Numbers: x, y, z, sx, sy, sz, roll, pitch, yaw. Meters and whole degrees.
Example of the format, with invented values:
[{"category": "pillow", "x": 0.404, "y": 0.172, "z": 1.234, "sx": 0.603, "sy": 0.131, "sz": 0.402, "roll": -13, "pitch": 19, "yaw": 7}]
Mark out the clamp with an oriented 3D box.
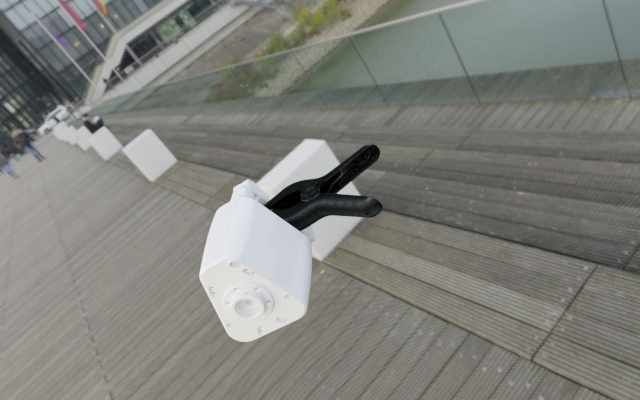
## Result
[{"category": "clamp", "x": 0.000, "y": 0.001, "z": 0.565, "sx": 0.171, "sy": 0.039, "sz": 0.120, "roll": -28, "pitch": 27, "yaw": 15}]
